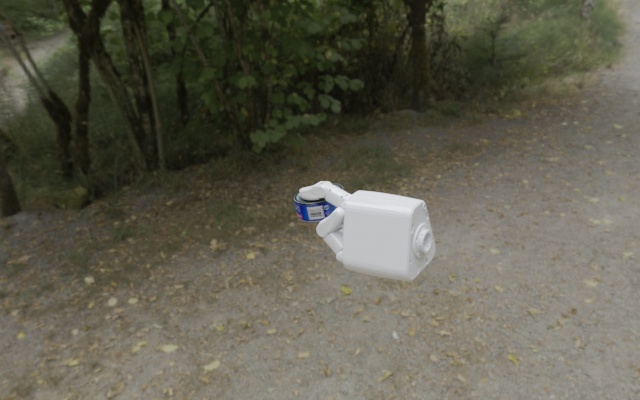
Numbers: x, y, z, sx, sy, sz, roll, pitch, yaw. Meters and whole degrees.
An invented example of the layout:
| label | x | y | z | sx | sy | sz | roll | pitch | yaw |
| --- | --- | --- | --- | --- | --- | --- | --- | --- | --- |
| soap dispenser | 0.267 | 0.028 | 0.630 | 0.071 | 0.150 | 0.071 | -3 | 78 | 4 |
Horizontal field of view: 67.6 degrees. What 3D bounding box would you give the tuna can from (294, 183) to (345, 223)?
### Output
| label | x | y | z | sx | sy | sz | roll | pitch | yaw |
| --- | --- | --- | --- | --- | --- | --- | --- | --- | --- |
| tuna can | 0.000 | 0.002 | 0.779 | 0.086 | 0.034 | 0.086 | -11 | 21 | 4 |
